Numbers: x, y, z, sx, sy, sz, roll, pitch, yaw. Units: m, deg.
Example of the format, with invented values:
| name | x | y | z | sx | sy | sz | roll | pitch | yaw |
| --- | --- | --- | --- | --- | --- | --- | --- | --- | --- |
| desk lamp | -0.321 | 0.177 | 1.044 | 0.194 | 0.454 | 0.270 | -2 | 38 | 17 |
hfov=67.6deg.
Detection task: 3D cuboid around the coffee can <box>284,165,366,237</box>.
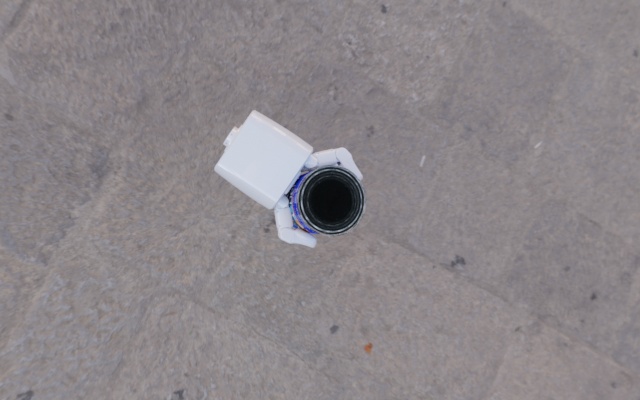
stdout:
| name | x | y | z | sx | sy | sz | roll | pitch | yaw |
| --- | --- | --- | --- | --- | --- | --- | --- | --- | --- |
| coffee can | 0.000 | 0.003 | 0.744 | 0.103 | 0.103 | 0.140 | 0 | -2 | -14 |
